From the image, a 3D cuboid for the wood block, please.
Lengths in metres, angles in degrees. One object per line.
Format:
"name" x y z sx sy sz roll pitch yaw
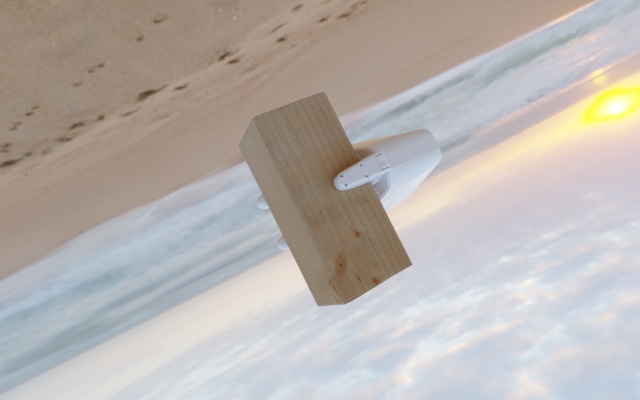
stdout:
"wood block" 0.001 0.002 0.523 0.090 0.206 0.091 -25 -4 -24
